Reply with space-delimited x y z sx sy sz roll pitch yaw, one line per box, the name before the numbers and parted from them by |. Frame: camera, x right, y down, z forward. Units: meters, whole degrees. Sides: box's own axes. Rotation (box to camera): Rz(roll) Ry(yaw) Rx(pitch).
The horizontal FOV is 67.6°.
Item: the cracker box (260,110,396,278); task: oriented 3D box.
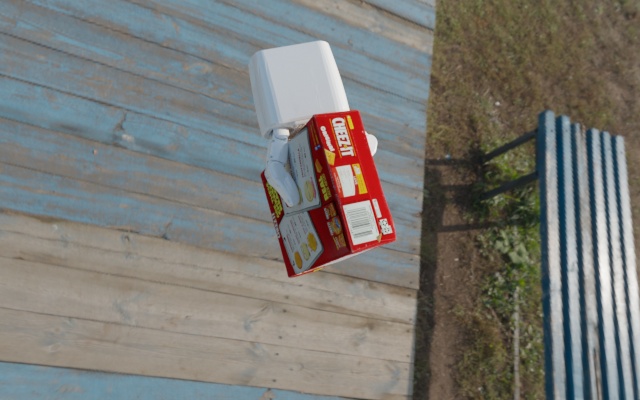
cracker box | 0.000 0.002 0.628 0.072 0.164 0.214 -11 -11 -26
